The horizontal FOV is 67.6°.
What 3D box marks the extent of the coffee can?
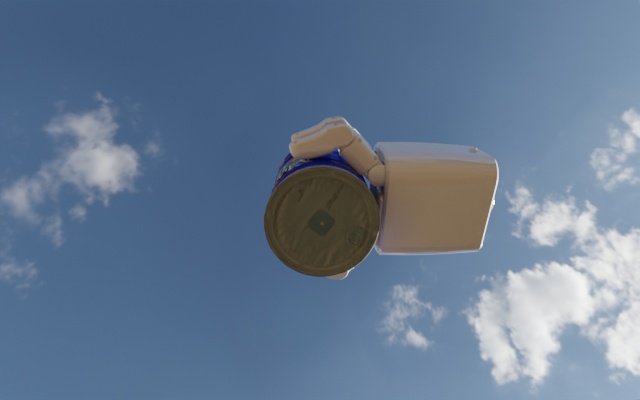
[{"bbox_3d":[0.000,0.002,0.486,0.103,0.103,0.140,0,16,-1],"label":"coffee can"}]
